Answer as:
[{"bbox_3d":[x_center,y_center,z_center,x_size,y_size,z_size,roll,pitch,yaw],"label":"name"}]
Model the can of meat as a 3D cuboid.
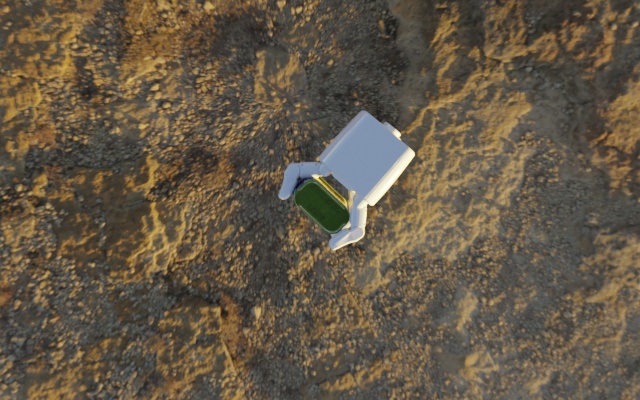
[{"bbox_3d":[0.000,0.003,0.787,0.102,0.057,0.084,43,6,-11],"label":"can of meat"}]
